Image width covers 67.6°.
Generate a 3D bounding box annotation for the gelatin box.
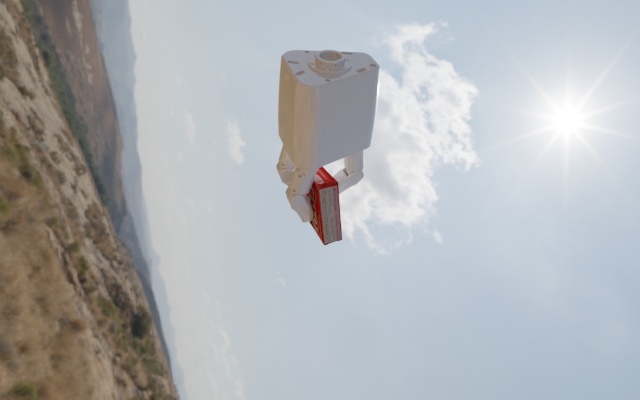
[{"bbox_3d":[0.001,0.002,0.629,0.030,0.089,0.073,-15,31,-14],"label":"gelatin box"}]
